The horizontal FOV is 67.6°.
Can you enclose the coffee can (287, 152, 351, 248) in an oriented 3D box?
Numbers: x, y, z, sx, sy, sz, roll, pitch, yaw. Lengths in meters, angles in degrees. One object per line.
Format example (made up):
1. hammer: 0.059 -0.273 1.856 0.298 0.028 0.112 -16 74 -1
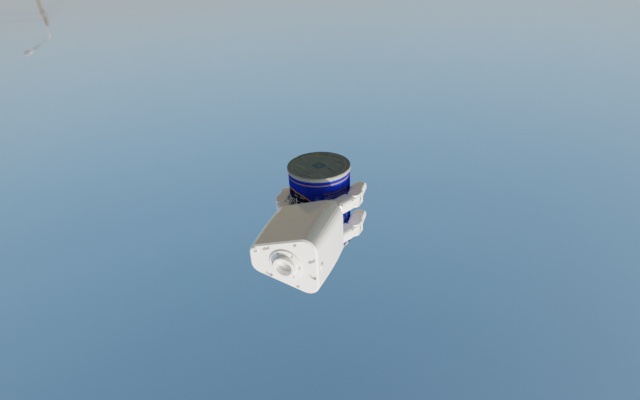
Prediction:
1. coffee can: 0.000 0.002 0.801 0.103 0.140 0.102 -2 30 1
